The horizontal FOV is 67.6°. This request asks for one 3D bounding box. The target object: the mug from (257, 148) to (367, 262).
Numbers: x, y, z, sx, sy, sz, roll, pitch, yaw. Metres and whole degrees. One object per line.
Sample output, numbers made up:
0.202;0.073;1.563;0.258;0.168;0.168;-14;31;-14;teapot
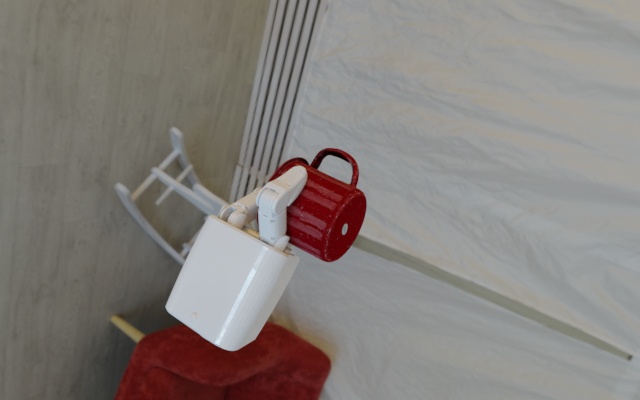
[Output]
0.001;0.000;0.498;0.081;0.117;0.093;26;-4;25;mug
